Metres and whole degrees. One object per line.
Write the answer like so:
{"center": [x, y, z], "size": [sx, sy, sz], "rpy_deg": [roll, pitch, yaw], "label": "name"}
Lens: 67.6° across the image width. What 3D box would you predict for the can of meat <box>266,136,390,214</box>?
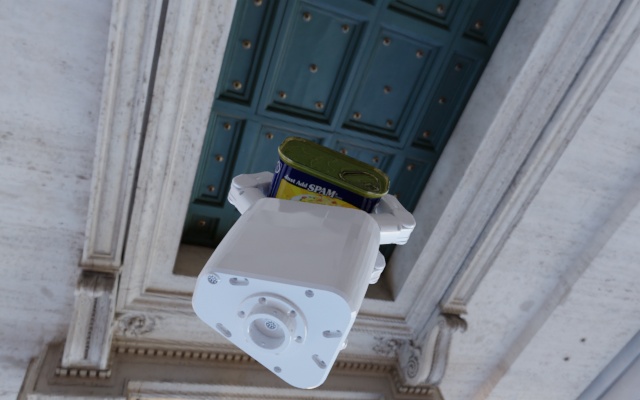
{"center": [0.000, 0.002, 0.440], "size": [0.102, 0.084, 0.057], "rpy_deg": [22, 28, 1], "label": "can of meat"}
